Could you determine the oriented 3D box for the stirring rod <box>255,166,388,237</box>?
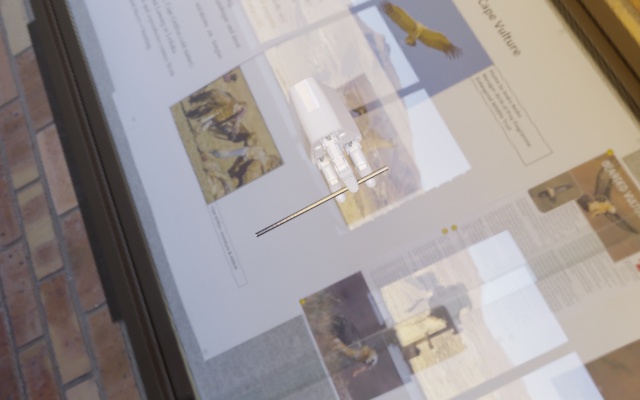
[{"bbox_3d":[0.000,0.002,0.772,0.239,0.011,0.011,-27,-4,7],"label":"stirring rod"}]
